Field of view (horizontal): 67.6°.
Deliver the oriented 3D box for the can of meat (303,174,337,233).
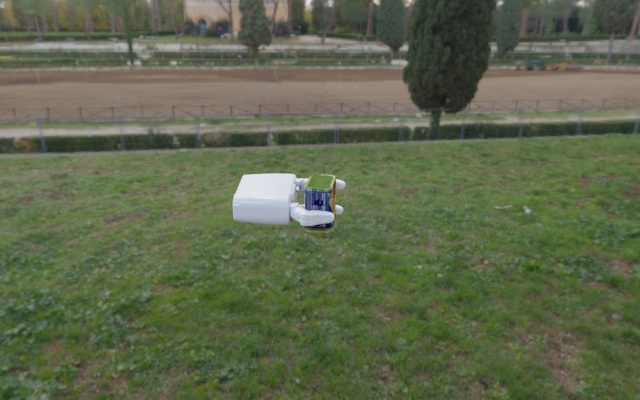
[{"bbox_3d":[0.000,0.003,0.897,0.057,0.084,0.102,2,19,7],"label":"can of meat"}]
